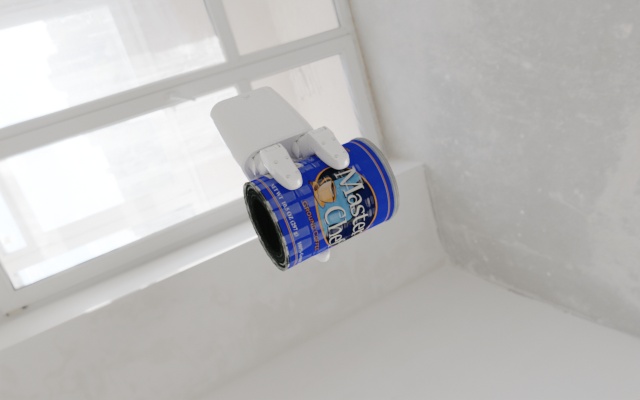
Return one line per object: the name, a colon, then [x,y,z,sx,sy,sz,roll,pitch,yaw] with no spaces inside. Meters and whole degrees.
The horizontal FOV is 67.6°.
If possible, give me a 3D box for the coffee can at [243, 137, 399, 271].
coffee can: [0.000,0.002,0.526,0.140,0.103,0.103,-24,9,-20]
